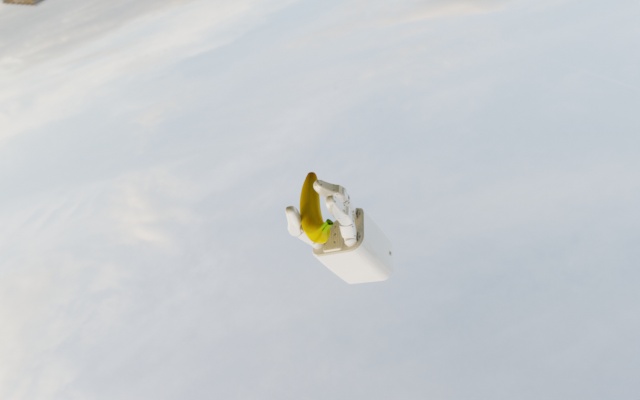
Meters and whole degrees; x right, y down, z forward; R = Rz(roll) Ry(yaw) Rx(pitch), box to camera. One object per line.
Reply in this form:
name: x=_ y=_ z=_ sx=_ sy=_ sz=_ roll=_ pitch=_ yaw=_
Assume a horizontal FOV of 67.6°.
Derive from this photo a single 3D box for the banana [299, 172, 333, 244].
banana: x=-0.009 y=0.019 z=0.814 sx=0.037 sy=0.070 sz=0.197 roll=24 pitch=20 yaw=-22
